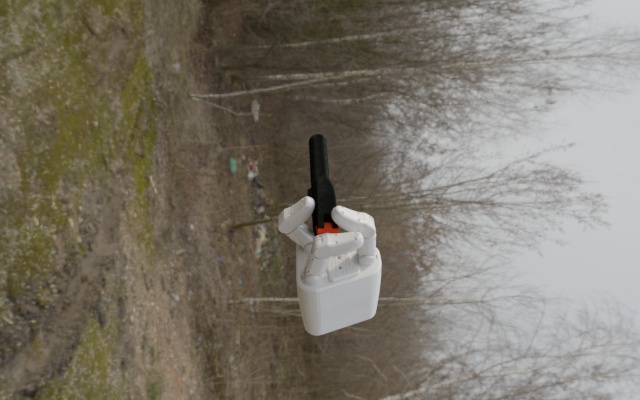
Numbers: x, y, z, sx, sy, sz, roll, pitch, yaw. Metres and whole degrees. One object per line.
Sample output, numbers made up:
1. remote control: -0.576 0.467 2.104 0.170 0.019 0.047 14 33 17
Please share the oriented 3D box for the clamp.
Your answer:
1. clamp: 0.001 0.002 0.650 0.039 0.120 0.171 -4 41 0
